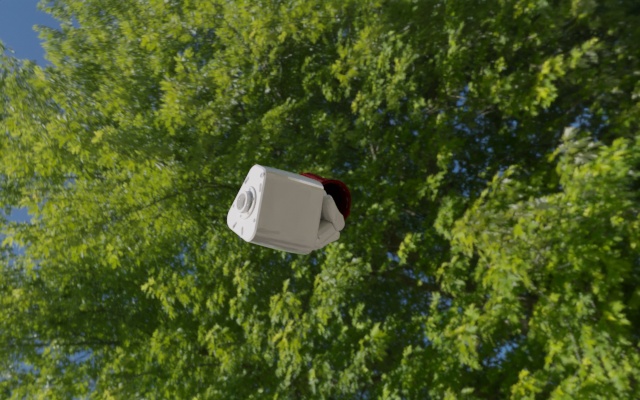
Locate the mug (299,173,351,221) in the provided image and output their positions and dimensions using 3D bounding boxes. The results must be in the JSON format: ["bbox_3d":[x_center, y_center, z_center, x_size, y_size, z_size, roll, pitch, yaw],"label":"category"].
[{"bbox_3d":[0.001,0.003,0.819,0.117,0.093,0.081,18,5,-38],"label":"mug"}]
